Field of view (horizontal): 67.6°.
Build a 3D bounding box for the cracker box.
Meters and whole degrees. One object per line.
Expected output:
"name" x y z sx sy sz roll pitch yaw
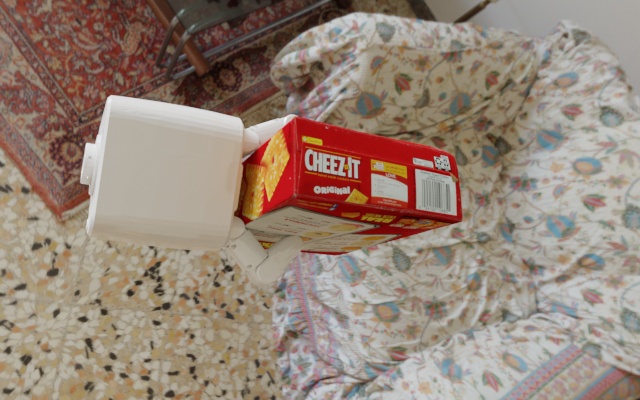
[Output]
"cracker box" 0.000 0.002 0.464 0.164 0.072 0.214 8 -17 -28
